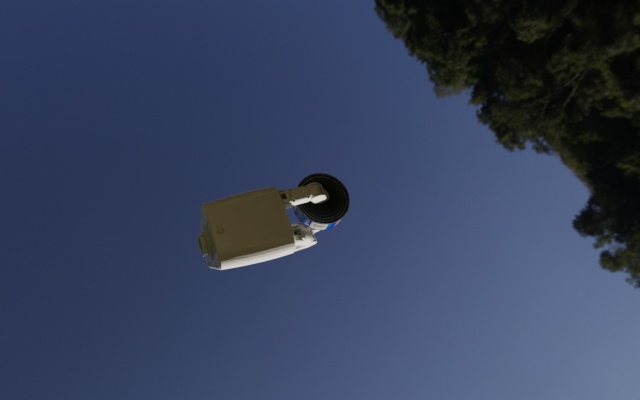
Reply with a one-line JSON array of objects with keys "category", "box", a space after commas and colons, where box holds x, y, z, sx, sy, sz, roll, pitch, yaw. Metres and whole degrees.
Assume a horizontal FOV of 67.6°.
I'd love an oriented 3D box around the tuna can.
[{"category": "tuna can", "box": [0.000, 0.003, 0.748, 0.086, 0.086, 0.034, 0, -24, -16]}]
